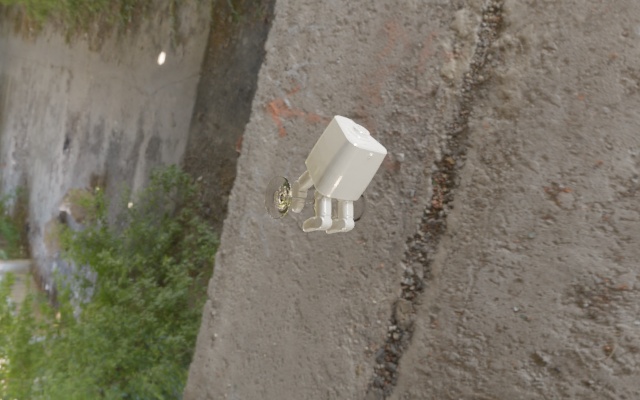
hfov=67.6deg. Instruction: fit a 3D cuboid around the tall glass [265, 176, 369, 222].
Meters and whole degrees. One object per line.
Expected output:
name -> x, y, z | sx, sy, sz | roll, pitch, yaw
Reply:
tall glass -> 0.000, 0.003, 0.877 | 0.201, 0.079, 0.079 | 7, -5, -43
